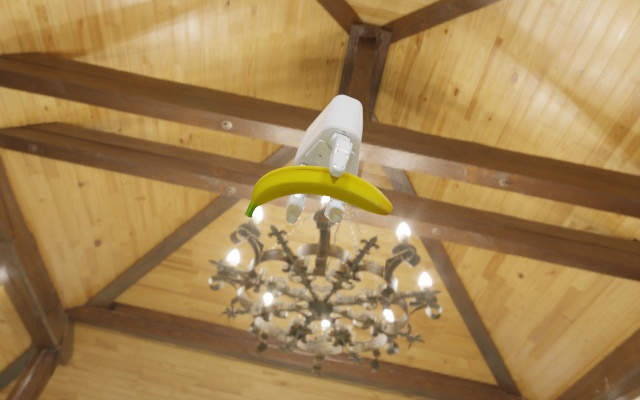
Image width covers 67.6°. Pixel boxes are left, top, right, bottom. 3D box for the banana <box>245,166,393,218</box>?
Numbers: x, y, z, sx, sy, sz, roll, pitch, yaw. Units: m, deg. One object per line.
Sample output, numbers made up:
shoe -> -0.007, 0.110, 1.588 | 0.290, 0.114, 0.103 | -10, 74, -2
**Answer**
banana -> -0.005, -0.013, 0.627 | 0.198, 0.070, 0.037 | 0, 34, 9
